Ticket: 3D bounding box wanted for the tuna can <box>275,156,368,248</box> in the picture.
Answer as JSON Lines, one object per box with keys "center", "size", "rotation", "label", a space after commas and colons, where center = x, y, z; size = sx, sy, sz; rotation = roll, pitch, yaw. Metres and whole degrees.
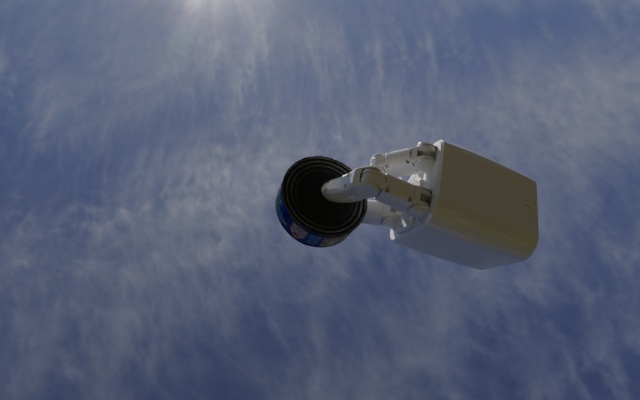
{"center": [0.000, 0.002, 0.465], "size": [0.086, 0.086, 0.034], "rotation": [0, -26, -20], "label": "tuna can"}
